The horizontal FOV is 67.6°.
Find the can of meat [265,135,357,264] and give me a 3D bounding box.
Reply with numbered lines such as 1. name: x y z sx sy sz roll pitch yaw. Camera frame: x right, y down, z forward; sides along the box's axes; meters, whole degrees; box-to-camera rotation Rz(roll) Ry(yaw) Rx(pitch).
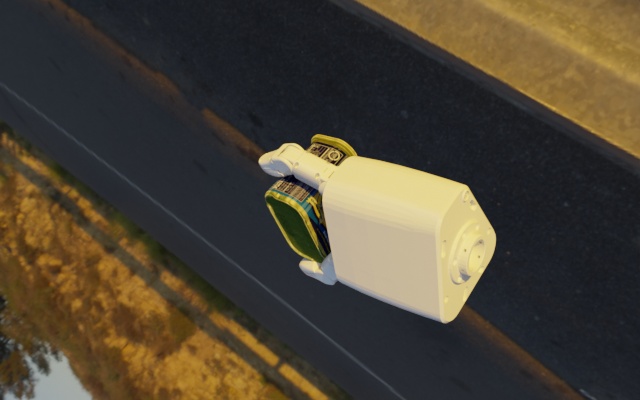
1. can of meat: 0.000 0.002 0.474 0.057 0.084 0.102 20 -32 37
